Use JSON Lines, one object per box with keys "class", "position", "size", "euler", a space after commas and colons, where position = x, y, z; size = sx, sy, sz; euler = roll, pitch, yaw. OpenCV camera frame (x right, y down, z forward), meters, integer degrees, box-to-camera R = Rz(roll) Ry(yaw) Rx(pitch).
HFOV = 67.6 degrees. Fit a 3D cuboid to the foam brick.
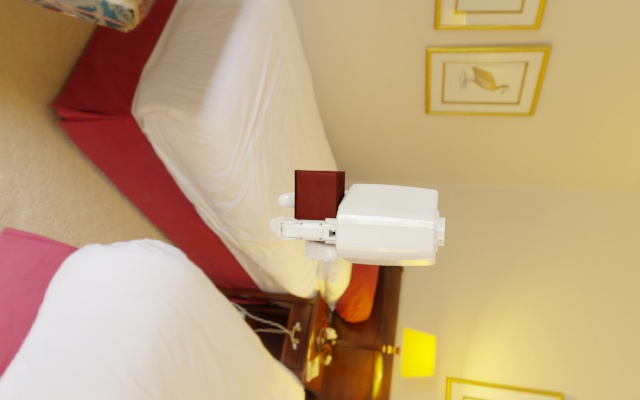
{"class": "foam brick", "position": [0.000, 0.002, 0.572], "size": [0.051, 0.078, 0.053], "euler": [2, 6, 15]}
